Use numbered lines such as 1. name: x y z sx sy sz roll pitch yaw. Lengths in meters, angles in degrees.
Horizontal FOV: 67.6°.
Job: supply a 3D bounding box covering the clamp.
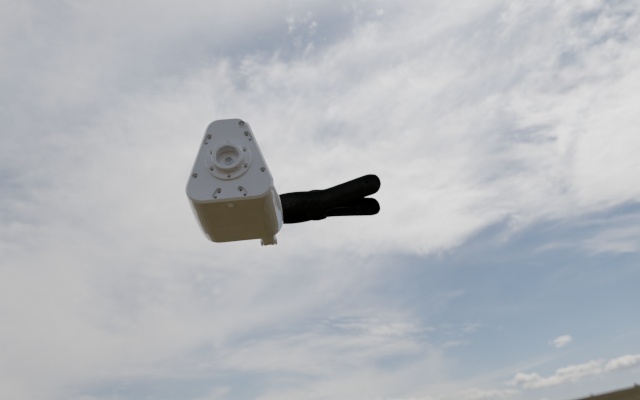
1. clamp: 0.000 0.001 0.611 0.171 0.039 0.120 -9 -23 -5
